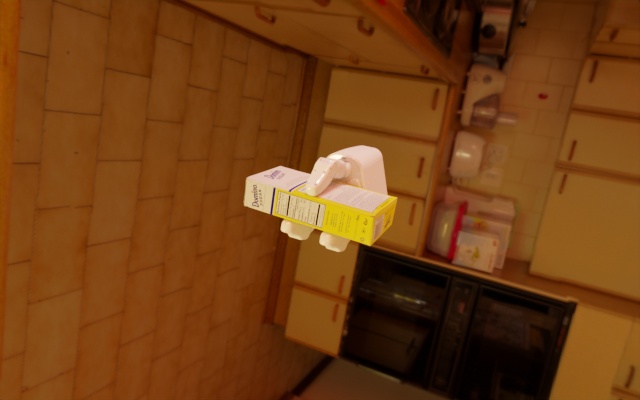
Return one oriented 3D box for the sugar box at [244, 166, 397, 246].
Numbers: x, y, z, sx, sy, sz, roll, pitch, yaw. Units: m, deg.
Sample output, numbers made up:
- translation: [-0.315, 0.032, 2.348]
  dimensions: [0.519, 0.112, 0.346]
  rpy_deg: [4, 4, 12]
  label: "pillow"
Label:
- translation: [0.000, 0.003, 0.617]
  dimensions: [0.176, 0.048, 0.093]
  rpy_deg: [14, 19, 22]
  label: "sugar box"
